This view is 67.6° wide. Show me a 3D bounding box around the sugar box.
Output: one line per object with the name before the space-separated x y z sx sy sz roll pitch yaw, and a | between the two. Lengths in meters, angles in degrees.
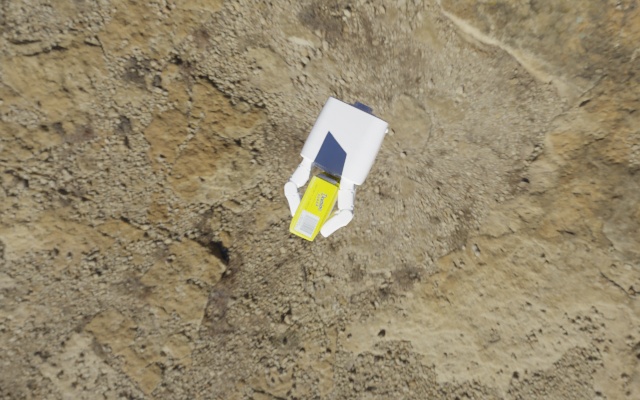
sugar box | 0.001 0.003 0.782 0.048 0.093 0.176 27 10 6
